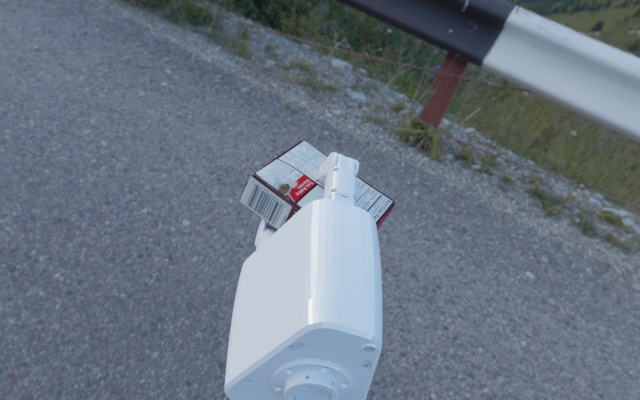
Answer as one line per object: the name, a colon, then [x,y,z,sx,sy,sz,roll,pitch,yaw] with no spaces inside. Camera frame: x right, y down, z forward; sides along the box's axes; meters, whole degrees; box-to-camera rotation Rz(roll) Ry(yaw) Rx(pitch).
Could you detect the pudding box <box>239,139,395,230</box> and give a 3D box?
pudding box: [0.000,0.001,0.429,0.113,0.039,0.090,36,38,9]
